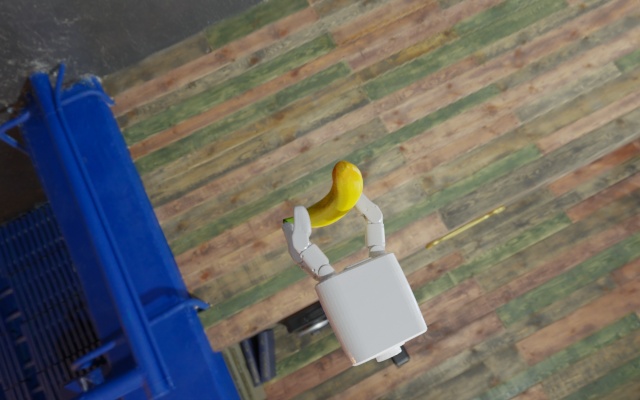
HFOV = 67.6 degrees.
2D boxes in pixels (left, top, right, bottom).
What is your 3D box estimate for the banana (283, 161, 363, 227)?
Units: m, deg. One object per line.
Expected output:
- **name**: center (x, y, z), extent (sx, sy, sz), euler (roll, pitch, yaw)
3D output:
- **banana**: center (0.015, -0.001, 0.613), extent (0.069, 0.037, 0.198), euler (-13, -17, -28)
